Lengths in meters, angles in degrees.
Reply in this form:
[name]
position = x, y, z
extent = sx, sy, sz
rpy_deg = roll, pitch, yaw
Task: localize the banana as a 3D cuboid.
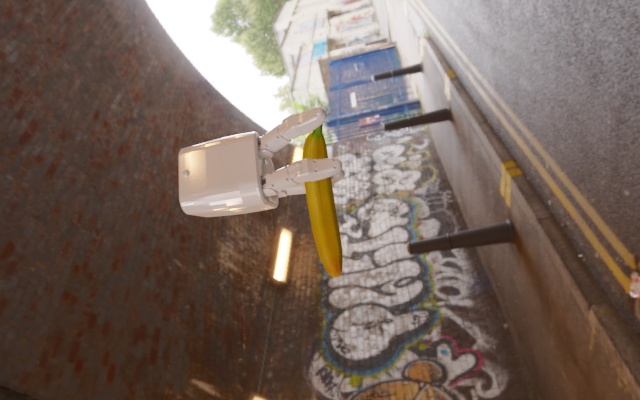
[banana]
position = 0.000, -0.001, 0.618
extent = 0.037, 0.198, 0.069
rpy_deg = -9, -1, 2
